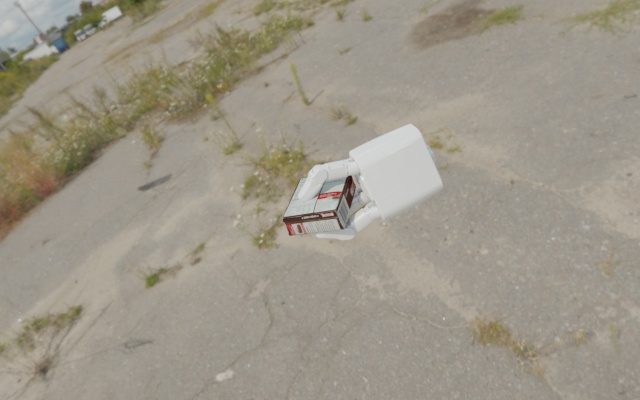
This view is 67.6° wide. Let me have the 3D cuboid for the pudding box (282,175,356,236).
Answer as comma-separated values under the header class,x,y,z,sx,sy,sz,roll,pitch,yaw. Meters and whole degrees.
class,x,y,z,sx,sy,sz,roll,pitch,yaw
pudding box,0.000,0.002,0.737,0.090,0.039,0.113,-9,31,22
